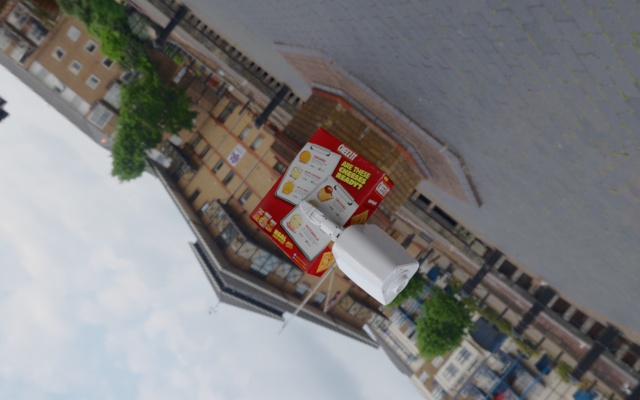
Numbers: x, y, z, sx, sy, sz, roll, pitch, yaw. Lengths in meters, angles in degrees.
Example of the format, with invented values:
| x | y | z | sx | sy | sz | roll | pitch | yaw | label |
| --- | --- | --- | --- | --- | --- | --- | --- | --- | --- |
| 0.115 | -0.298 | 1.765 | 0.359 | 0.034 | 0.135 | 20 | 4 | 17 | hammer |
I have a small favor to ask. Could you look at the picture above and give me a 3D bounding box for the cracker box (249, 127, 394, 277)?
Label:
| x | y | z | sx | sy | sz | roll | pitch | yaw | label |
| --- | --- | --- | --- | --- | --- | --- | --- | --- | --- |
| 0.000 | 0.003 | 0.855 | 0.164 | 0.213 | 0.072 | 40 | 2 | 28 | cracker box |
